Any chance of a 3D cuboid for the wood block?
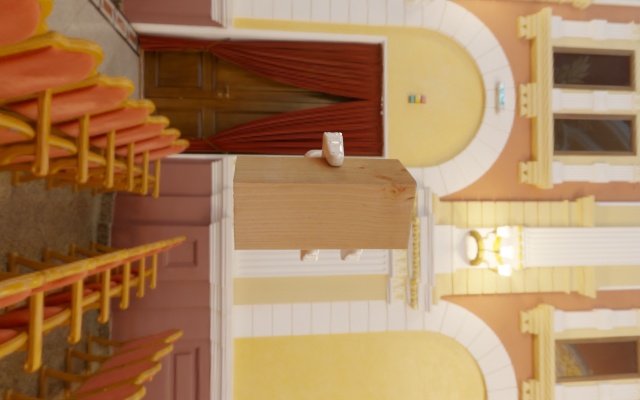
[{"bbox_3d":[0.000,0.001,0.583,0.206,0.091,0.090,0,24,-7],"label":"wood block"}]
